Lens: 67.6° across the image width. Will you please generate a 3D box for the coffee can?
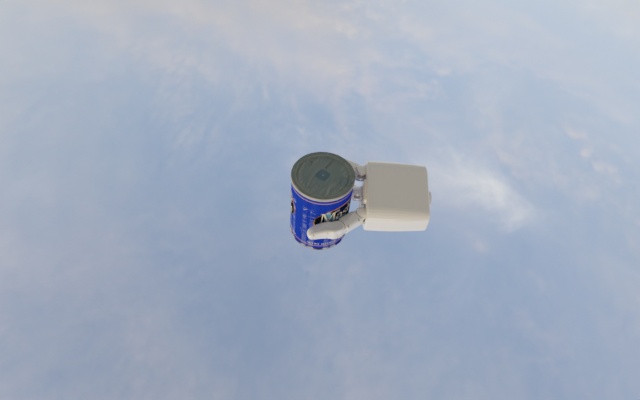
[{"bbox_3d":[0.000,0.003,0.808,0.103,0.102,0.140,0,-39,-5],"label":"coffee can"}]
